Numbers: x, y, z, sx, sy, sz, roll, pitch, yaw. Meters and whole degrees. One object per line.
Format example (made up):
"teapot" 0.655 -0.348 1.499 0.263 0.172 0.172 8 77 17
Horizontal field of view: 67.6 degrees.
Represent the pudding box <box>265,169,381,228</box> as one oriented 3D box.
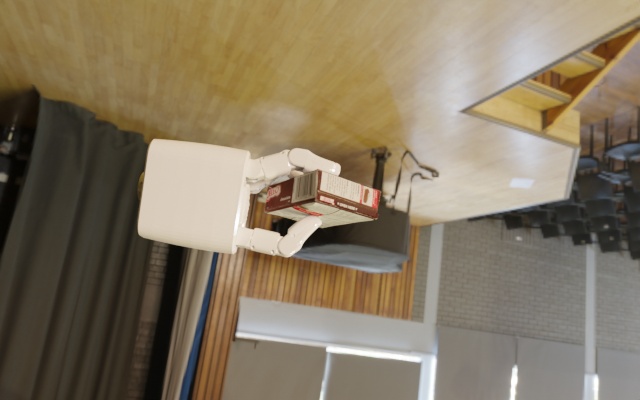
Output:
"pudding box" 0.000 0.002 0.560 0.090 0.039 0.113 16 -15 -32
